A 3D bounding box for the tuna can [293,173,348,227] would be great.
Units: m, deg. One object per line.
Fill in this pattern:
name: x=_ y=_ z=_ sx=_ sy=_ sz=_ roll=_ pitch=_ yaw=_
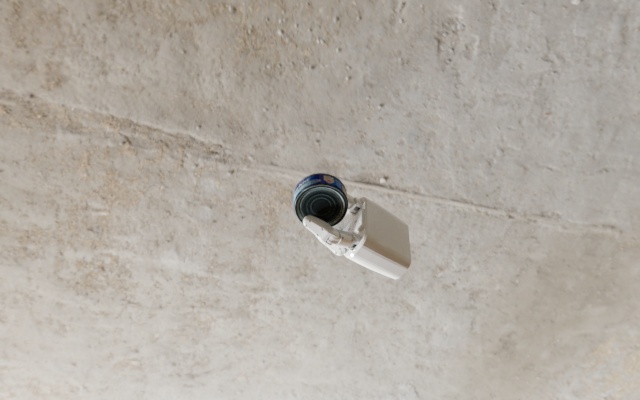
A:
tuna can: x=0.000 y=0.003 z=0.744 sx=0.086 sy=0.086 sz=0.033 roll=0 pitch=33 yaw=-3
